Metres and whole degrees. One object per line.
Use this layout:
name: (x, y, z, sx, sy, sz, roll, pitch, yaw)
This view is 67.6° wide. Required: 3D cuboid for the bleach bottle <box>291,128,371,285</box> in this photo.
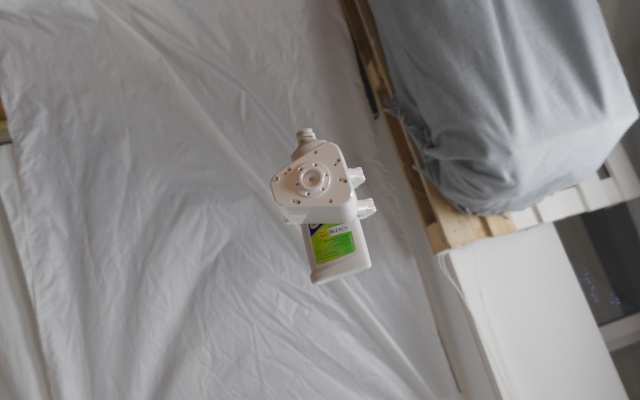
bleach bottle: (0.000, 0.003, 0.780, 0.102, 0.250, 0.068, -18, -14, 3)
